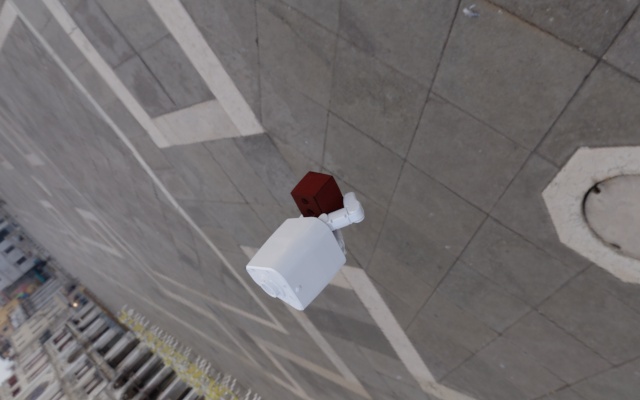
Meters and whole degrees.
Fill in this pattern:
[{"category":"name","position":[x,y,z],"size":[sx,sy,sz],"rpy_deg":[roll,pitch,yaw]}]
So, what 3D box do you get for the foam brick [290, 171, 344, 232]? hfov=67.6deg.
[{"category":"foam brick","position":[0.000,0.002,0.740],"size":[0.053,0.078,0.051],"rpy_deg":[12,50,44]}]
